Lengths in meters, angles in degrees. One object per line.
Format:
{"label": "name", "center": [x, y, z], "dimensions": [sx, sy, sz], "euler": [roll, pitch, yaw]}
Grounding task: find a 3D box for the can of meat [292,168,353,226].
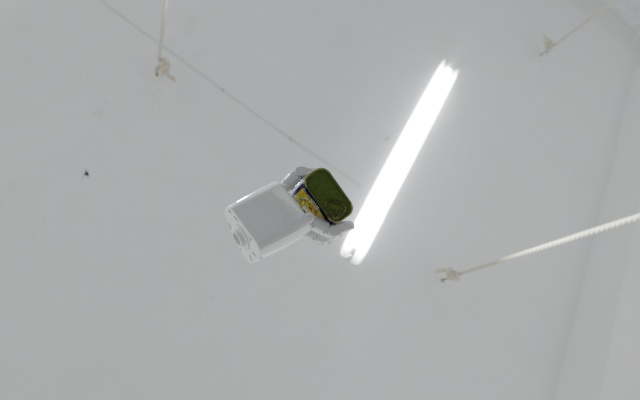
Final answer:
{"label": "can of meat", "center": [0.000, 0.003, 0.880], "dimensions": [0.057, 0.102, 0.084], "euler": [-34, -3, -30]}
